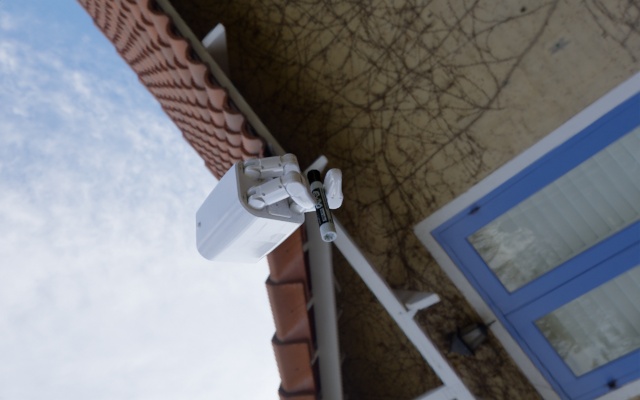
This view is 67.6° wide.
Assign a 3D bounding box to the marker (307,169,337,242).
[{"bbox_3d":[0.000,0.002,0.613,0.020,0.020,0.121,0,44,-15],"label":"marker"}]
